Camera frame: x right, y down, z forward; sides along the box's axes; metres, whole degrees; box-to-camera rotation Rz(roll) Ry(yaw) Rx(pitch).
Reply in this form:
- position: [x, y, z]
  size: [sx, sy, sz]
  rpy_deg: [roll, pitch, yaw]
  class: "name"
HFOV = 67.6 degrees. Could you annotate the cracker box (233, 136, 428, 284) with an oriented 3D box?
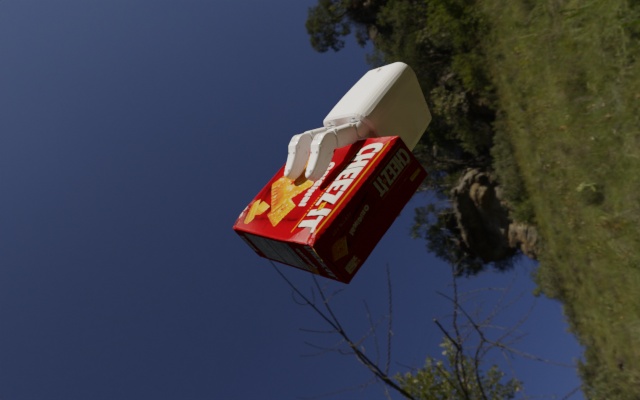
- position: [0.000, 0.002, 0.594]
  size: [0.072, 0.164, 0.213]
  rpy_deg: [48, -22, -24]
  class: "cracker box"
